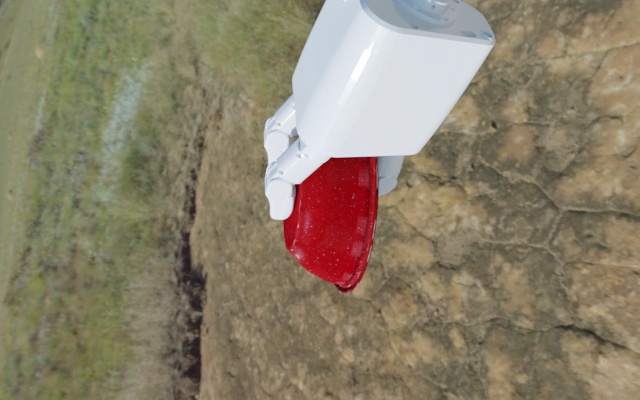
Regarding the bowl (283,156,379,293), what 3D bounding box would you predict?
[{"bbox_3d":[-0.001,0.002,0.433,0.055,0.162,0.162,3,-1,-13],"label":"bowl"}]
